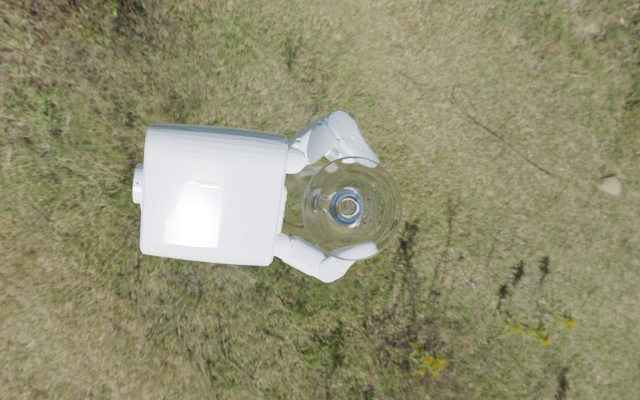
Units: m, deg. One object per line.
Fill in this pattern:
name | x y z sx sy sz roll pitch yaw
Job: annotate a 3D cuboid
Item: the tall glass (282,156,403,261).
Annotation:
tall glass | 0.000 0.002 0.432 0.079 0.079 0.201 0 2 -13
